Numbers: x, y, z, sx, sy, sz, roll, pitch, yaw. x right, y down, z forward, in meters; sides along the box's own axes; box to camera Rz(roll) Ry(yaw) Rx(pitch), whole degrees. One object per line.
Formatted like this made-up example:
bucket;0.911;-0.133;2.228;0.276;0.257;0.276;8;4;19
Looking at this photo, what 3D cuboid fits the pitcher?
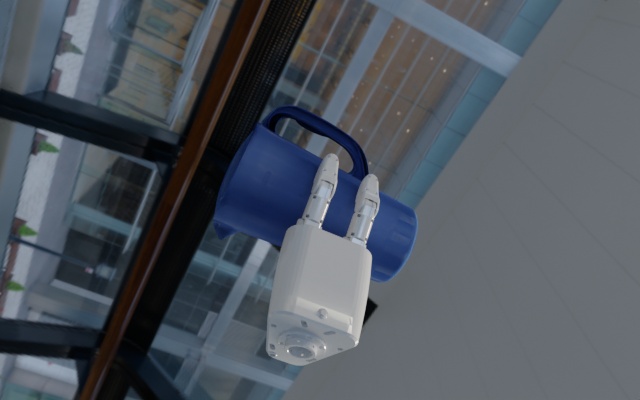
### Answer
pitcher;0.000;0.002;0.603;0.243;0.145;0.149;24;-43;-12
